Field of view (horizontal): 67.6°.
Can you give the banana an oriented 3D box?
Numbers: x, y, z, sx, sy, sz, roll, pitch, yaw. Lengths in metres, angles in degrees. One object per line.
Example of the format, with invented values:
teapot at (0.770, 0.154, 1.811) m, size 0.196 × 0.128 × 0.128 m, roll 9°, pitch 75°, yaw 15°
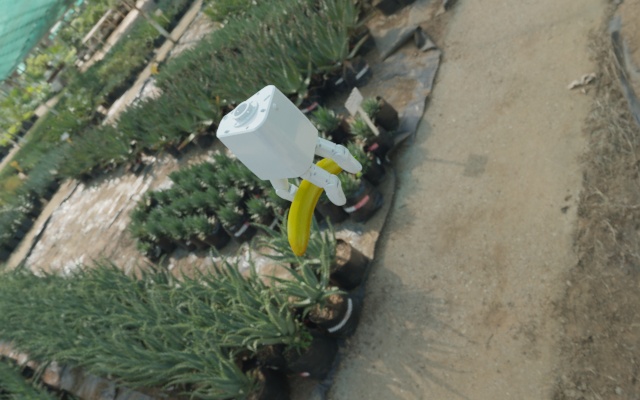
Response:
banana at (-0.012, -0.003, 0.779) m, size 0.069 × 0.197 × 0.037 m, roll 11°, pitch -26°, yaw 42°
